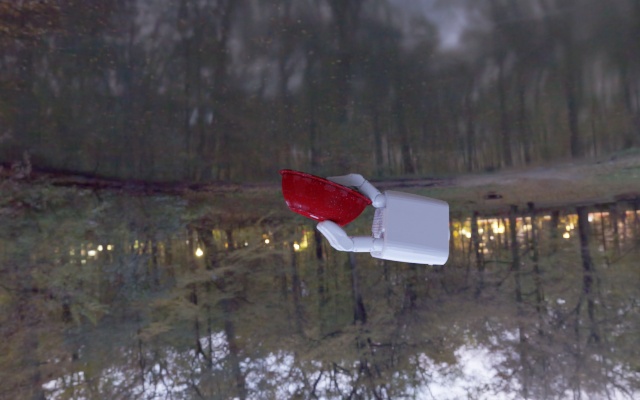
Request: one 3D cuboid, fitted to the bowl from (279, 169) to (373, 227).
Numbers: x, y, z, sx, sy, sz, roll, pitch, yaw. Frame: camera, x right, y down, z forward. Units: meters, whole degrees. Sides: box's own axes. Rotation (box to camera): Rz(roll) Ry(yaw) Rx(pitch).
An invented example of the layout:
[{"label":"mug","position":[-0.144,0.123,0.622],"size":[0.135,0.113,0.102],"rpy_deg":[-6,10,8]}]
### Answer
[{"label":"bowl","position":[-0.001,0.003,0.781],"size":[0.162,0.055,0.162],"rpy_deg":[19,-6,2]}]
